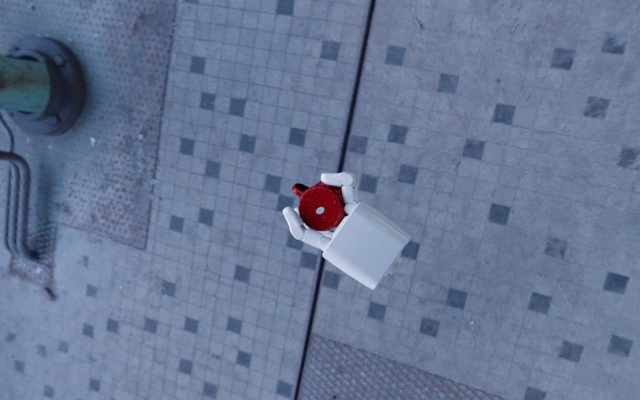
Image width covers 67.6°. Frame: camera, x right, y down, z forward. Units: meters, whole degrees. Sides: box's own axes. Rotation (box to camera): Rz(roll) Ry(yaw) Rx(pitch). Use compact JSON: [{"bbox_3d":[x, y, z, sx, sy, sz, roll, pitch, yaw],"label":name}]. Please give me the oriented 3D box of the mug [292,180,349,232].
[{"bbox_3d":[-0.001,0.002,0.855,0.117,0.093,0.081,34,15,10],"label":"mug"}]
